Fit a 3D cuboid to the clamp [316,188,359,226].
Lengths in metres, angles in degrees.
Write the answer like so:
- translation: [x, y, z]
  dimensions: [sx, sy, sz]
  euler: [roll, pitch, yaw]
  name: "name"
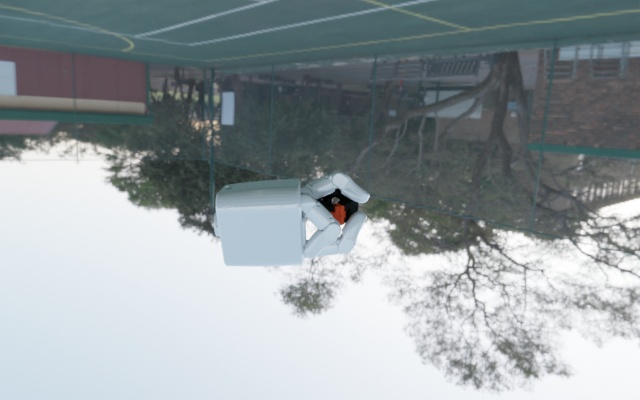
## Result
- translation: [0.000, 0.003, 0.708]
  dimensions: [0.120, 0.039, 0.171]
  euler: [-8, 11, 0]
  name: "clamp"
